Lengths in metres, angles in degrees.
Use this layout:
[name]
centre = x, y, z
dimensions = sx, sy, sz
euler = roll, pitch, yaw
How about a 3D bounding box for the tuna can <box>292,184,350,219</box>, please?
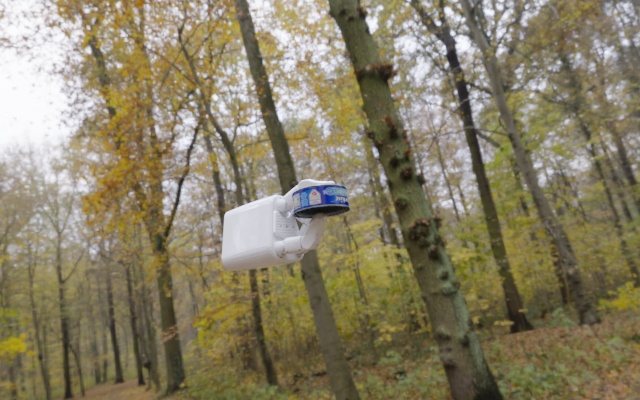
[tuna can]
centre = 0.000, 0.002, 0.718
dimensions = 0.086, 0.033, 0.086
euler = -6, -12, -1
